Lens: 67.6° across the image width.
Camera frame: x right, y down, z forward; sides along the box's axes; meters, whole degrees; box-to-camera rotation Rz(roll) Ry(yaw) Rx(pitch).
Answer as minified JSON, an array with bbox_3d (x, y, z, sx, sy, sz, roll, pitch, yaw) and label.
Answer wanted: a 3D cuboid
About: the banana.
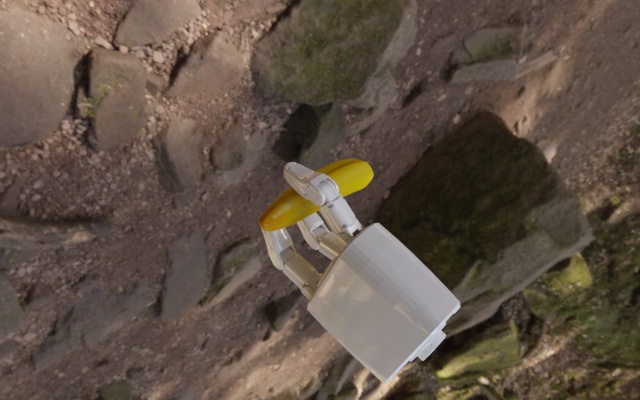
[{"bbox_3d":[0.011,-0.012,0.521,0.037,0.070,0.197,44,30,15],"label":"banana"}]
